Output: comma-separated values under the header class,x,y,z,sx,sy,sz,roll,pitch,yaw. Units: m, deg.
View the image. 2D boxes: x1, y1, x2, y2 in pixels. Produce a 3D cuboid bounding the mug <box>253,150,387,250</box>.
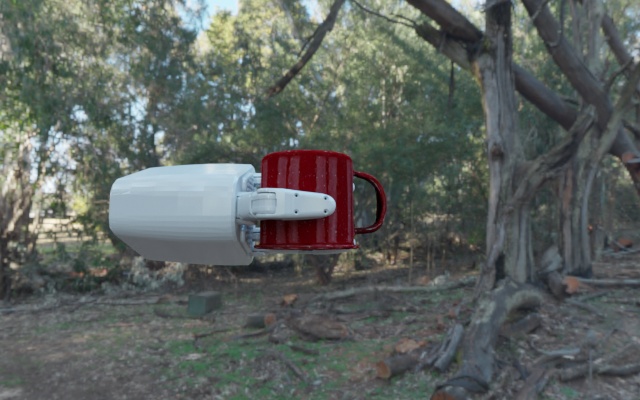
class,x,y,z,sx,sy,sz,roll,pitch,yaw
mug,0.002,0.001,0.421,0.117,0.081,0.093,0,-4,0
